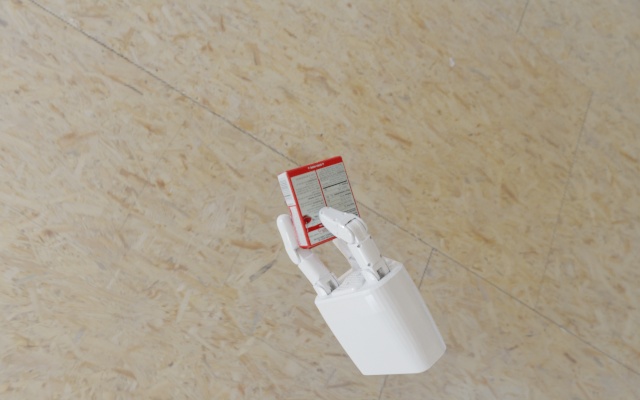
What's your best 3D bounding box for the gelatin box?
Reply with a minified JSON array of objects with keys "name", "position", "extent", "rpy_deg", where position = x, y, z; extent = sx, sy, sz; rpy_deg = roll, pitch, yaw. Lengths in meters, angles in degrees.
[{"name":"gelatin box","position":[0.000,0.001,0.536],"extent":[0.073,0.089,0.030],"rpy_deg":[-19,4,-27]}]
